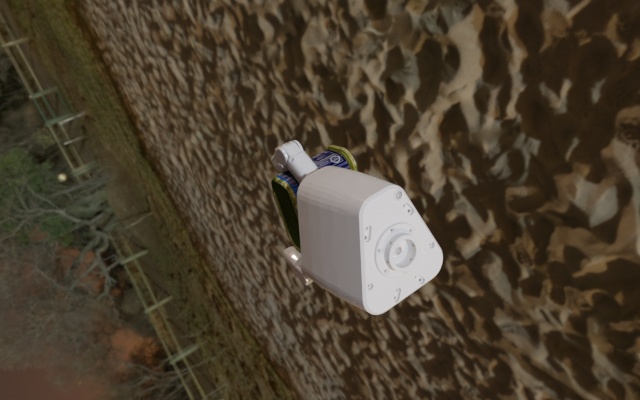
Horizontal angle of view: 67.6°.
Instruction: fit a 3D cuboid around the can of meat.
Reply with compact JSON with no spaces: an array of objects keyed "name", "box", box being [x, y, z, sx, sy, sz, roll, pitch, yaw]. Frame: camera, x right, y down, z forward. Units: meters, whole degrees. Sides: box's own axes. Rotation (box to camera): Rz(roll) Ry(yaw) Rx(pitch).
[{"name":"can of meat","box":[0.000,0.002,0.537,0.084,0.102,0.057,-29,28,-22]}]
